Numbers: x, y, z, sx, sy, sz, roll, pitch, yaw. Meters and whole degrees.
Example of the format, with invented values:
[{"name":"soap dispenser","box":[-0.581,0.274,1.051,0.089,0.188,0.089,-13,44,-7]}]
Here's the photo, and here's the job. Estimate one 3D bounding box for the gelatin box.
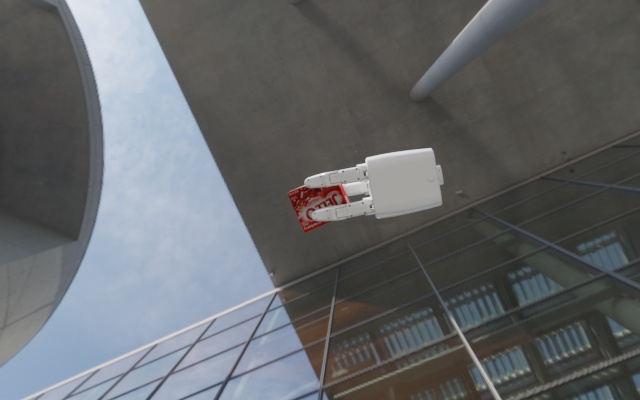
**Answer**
[{"name":"gelatin box","box":[0.000,0.003,0.791,0.089,0.073,0.030,-23,2,14]}]
